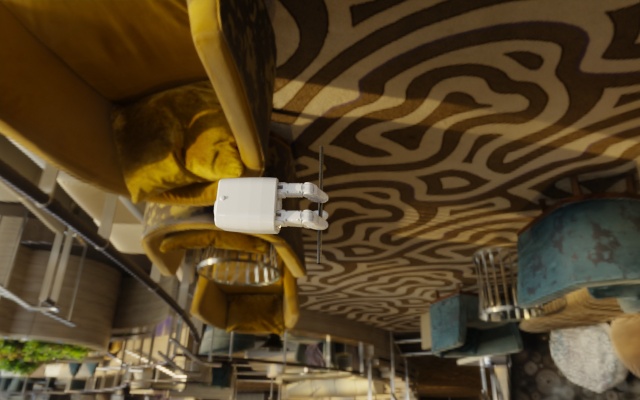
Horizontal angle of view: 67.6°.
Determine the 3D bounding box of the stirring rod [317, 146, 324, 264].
[{"bbox_3d":[0.000,0.003,0.895,0.011,0.239,0.011,1,-25,0],"label":"stirring rod"}]
